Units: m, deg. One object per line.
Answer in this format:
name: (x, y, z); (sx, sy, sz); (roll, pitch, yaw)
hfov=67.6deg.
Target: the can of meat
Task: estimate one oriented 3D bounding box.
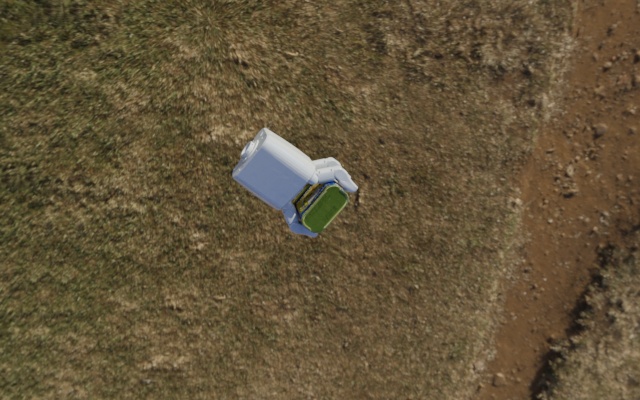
can of meat: (0.000, 0.003, 0.893); (0.057, 0.102, 0.084); (38, 8, -22)
